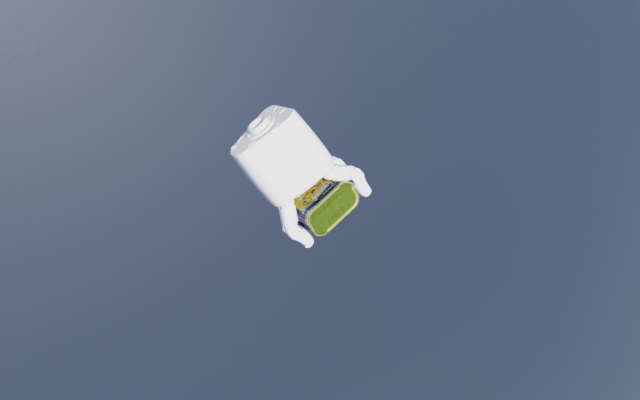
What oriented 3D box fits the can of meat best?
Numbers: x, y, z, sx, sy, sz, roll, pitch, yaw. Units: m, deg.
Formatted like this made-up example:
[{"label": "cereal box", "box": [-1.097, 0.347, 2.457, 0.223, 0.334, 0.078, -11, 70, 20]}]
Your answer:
[{"label": "can of meat", "box": [0.000, 0.003, 0.767, 0.102, 0.057, 0.084, -43, 31, -13]}]
